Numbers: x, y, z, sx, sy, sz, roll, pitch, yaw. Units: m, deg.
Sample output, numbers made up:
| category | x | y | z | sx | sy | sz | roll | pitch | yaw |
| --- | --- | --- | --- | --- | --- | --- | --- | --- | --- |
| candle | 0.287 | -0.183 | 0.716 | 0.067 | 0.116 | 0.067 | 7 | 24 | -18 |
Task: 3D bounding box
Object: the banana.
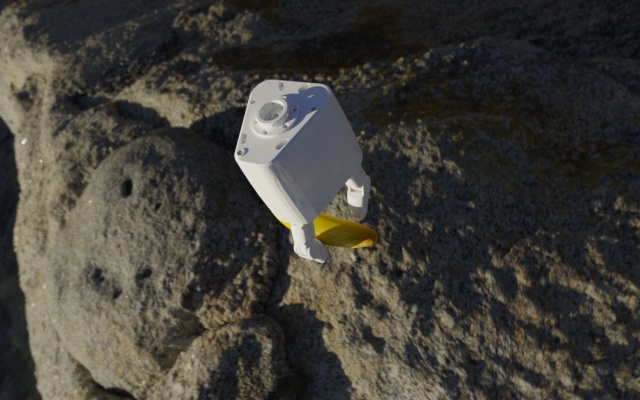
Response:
| category | x | y | z | sx | sy | sz | roll | pitch | yaw |
| --- | --- | --- | --- | --- | --- | --- | --- | --- | --- |
| banana | -0.016 | 0.012 | 0.605 | 0.197 | 0.069 | 0.037 | 39 | -15 | 38 |
